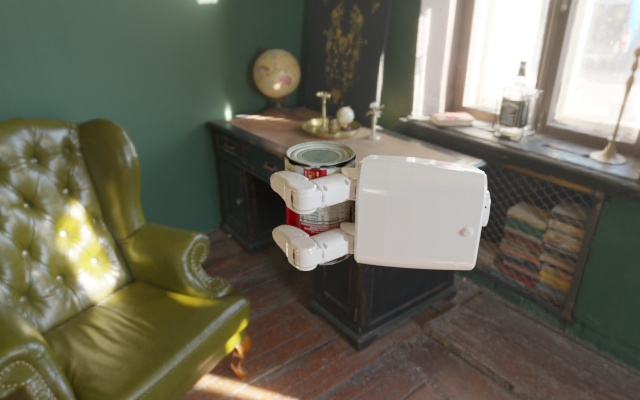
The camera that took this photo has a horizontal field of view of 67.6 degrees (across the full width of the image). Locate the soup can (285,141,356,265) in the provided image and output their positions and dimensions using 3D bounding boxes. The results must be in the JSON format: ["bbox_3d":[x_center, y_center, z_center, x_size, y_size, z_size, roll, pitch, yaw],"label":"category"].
[{"bbox_3d":[0.000,0.001,0.461,0.068,0.102,0.068,0,25,0],"label":"soup can"}]
